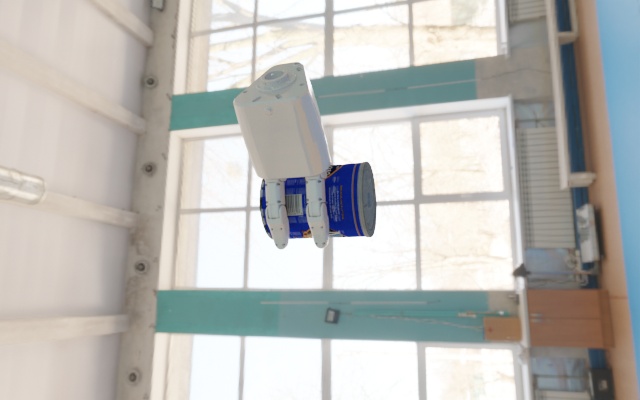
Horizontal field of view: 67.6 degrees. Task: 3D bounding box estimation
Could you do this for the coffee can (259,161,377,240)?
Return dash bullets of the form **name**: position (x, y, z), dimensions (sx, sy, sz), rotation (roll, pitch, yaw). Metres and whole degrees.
- **coffee can**: position (0.000, 0.002, 0.660), dimensions (0.140, 0.103, 0.103), rotation (-3, -1, 16)
